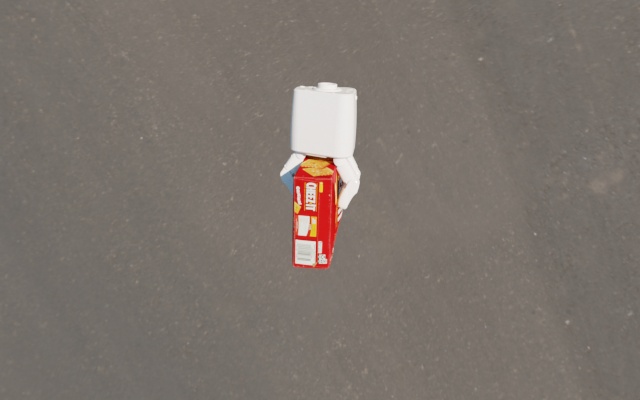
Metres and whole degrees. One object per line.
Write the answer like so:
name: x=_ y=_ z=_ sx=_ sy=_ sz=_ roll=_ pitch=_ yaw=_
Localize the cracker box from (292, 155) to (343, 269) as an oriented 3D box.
cracker box: x=0.000 y=0.003 z=0.871 sx=0.072 sy=0.164 sz=0.213 roll=4 pitch=21 yaw=7
